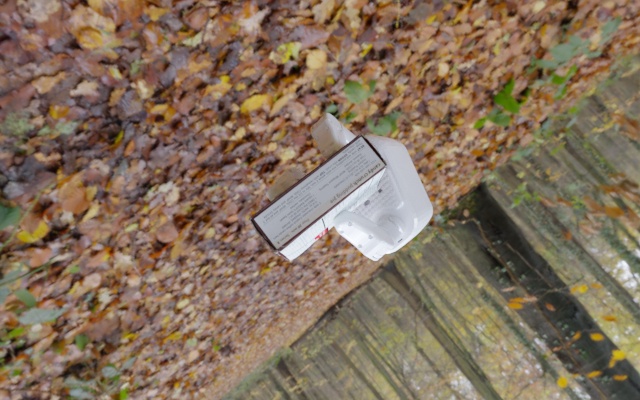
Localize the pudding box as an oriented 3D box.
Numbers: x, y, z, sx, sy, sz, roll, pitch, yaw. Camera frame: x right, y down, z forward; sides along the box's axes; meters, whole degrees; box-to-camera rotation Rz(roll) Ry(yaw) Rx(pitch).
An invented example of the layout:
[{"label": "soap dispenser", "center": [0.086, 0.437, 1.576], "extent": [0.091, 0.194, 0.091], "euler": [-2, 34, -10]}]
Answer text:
[{"label": "pudding box", "center": [0.000, 0.001, 0.404], "extent": [0.113, 0.039, 0.090], "euler": [-40, -10, -6]}]
